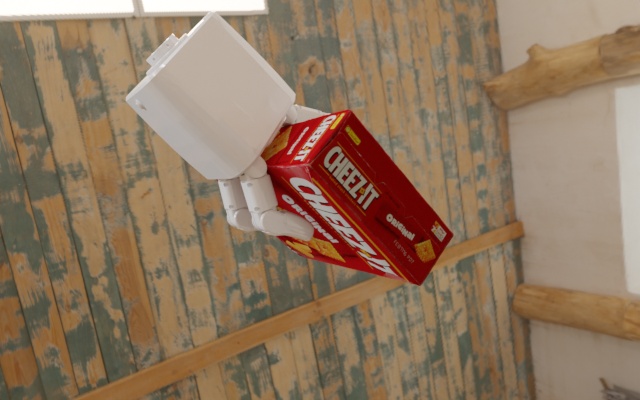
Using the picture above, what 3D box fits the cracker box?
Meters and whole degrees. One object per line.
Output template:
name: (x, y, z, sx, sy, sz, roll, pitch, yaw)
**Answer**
cracker box: (0.000, 0.001, 0.491, 0.164, 0.072, 0.213, 46, -21, -25)
